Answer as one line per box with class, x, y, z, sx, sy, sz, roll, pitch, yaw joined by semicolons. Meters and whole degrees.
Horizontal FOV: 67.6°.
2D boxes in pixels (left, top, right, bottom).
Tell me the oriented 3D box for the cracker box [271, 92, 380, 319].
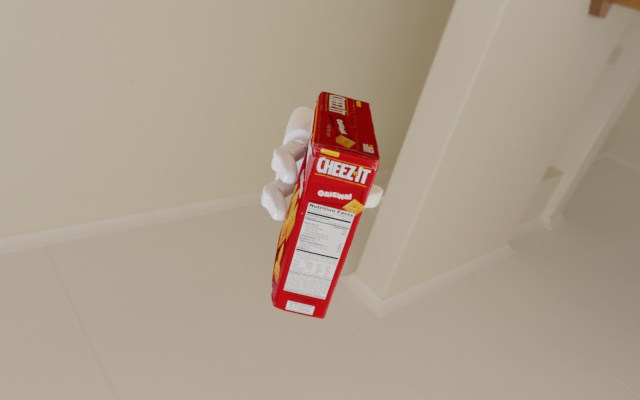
cracker box;0.000;0.002;0.562;0.072;0.214;0.164;13;30;-6
